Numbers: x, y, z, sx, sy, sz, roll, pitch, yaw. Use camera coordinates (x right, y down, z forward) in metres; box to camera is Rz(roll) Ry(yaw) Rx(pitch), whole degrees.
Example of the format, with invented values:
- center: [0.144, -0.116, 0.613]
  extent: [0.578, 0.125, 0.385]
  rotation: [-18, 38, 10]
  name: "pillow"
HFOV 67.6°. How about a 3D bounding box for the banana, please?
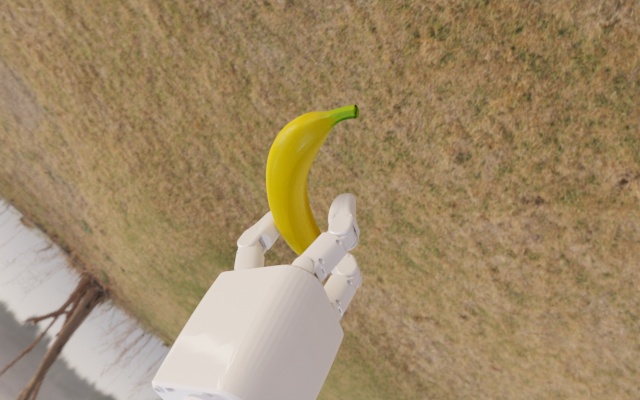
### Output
- center: [-0.017, -0.007, 0.436]
  extent: [0.069, 0.198, 0.037]
  rotation: [19, 47, 8]
  name: "banana"
